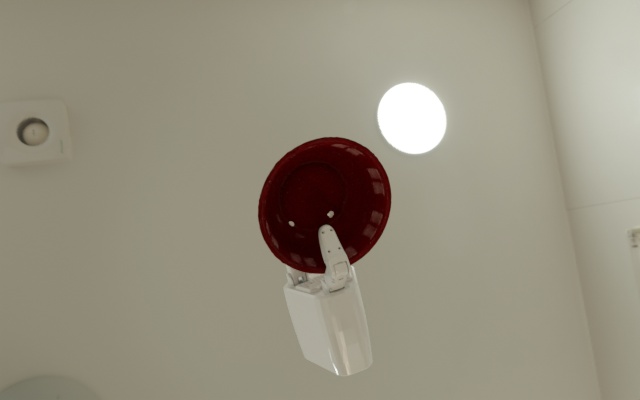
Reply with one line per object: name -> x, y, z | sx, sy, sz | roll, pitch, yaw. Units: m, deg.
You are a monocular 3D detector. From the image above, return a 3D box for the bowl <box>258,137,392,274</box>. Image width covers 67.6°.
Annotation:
bowl -> 0.000, 0.000, 0.565 | 0.162, 0.162, 0.055 | 0, 15, -20
